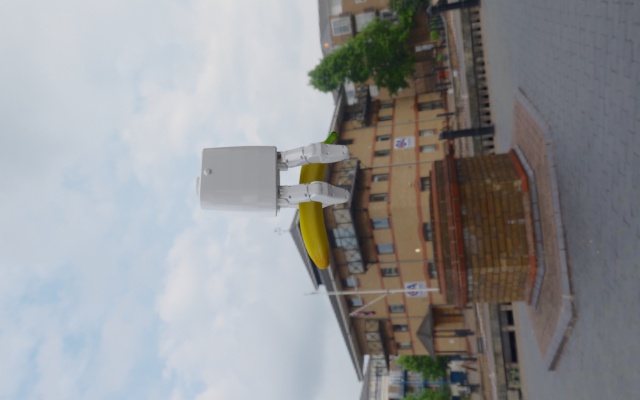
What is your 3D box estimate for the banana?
[{"bbox_3d":[-0.008,0.000,0.702,0.037,0.198,0.069,5,-6,-26],"label":"banana"}]
